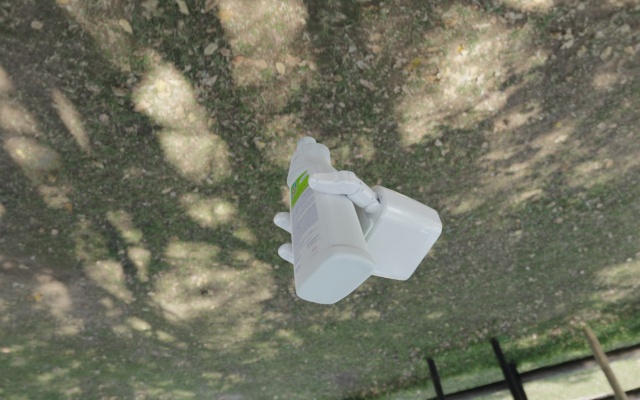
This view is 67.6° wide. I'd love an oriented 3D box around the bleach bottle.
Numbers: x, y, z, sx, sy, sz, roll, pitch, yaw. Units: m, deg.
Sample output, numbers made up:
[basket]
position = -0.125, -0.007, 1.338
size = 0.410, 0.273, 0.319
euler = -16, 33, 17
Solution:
[bleach bottle]
position = 0.000, 0.002, 0.624
size = 0.068, 0.250, 0.103
euler = 19, -49, -29
